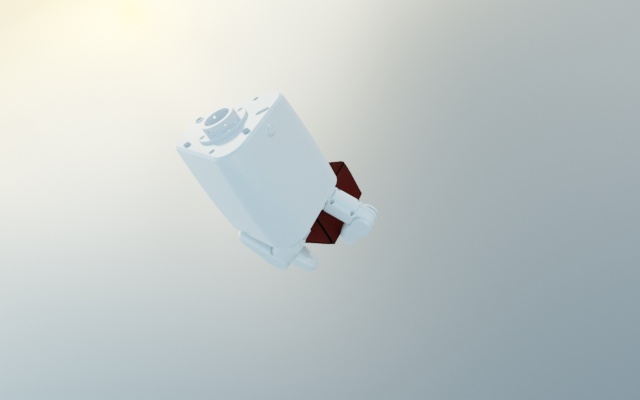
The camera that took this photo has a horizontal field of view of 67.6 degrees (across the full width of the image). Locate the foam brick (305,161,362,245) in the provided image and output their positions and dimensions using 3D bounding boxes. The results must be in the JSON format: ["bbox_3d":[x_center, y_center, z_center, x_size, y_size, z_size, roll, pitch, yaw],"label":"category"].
[{"bbox_3d":[0.000,0.002,0.514,0.053,0.078,0.051,-1,-45,38],"label":"foam brick"}]
